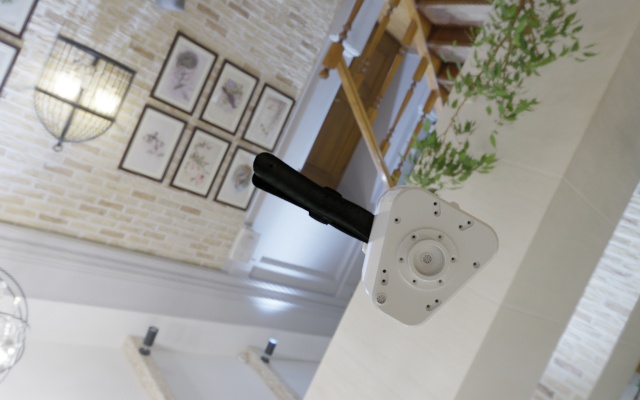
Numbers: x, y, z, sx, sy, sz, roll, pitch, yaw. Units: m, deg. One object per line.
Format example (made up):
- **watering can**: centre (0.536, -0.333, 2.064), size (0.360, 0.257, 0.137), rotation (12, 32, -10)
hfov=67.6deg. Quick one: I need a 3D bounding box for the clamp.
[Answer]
- **clamp**: centre (0.000, 0.002, 0.490), size (0.171, 0.039, 0.120), rotation (25, -2, 3)
